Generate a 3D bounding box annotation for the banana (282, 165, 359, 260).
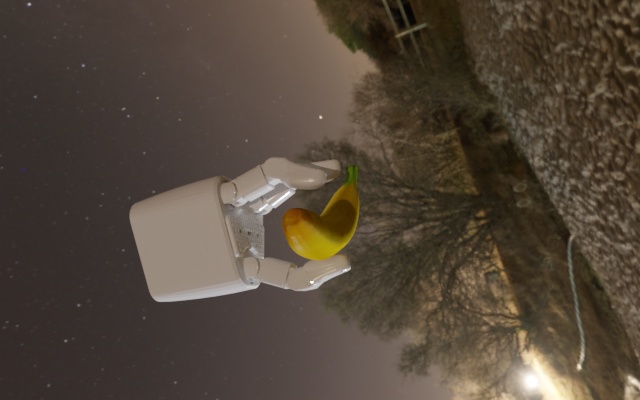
[{"bbox_3d":[0.005,0.018,0.442,0.037,0.069,0.197,-9,12,17],"label":"banana"}]
